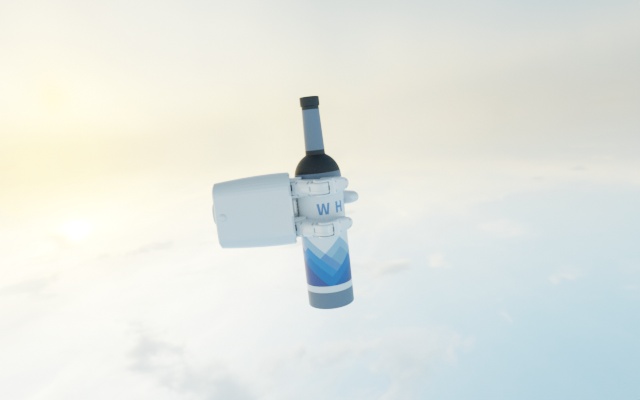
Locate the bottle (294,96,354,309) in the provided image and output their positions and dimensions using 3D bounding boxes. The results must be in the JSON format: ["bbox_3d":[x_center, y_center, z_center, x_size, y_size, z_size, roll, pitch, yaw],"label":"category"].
[{"bbox_3d":[0.000,0.002,0.677,0.069,0.296,0.069,-6,8,1],"label":"bottle"}]
